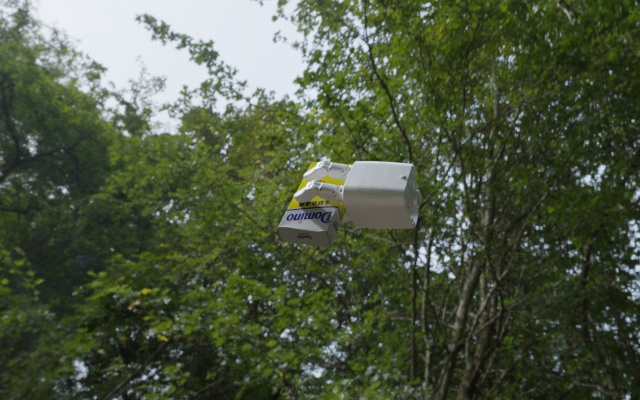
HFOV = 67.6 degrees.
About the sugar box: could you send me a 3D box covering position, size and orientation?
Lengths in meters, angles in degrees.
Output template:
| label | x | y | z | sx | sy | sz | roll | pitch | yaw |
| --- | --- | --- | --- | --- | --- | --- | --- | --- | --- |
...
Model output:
| label | x | y | z | sx | sy | sz | roll | pitch | yaw |
| --- | --- | --- | --- | --- | --- | --- | --- | --- | --- |
| sugar box | 0.000 | 0.002 | 0.863 | 0.093 | 0.048 | 0.176 | 5 | 43 | 21 |
